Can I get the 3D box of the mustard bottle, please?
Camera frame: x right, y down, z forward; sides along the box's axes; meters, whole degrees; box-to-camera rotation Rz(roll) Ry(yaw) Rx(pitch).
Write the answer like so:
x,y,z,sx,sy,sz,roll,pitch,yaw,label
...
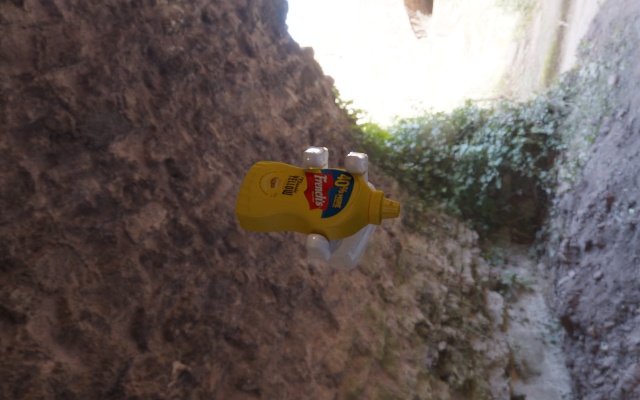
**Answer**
x,y,z,sx,sy,sz,roll,pitch,yaw,label
0.000,0.002,0.582,0.191,0.096,0.058,7,-42,14,mustard bottle
